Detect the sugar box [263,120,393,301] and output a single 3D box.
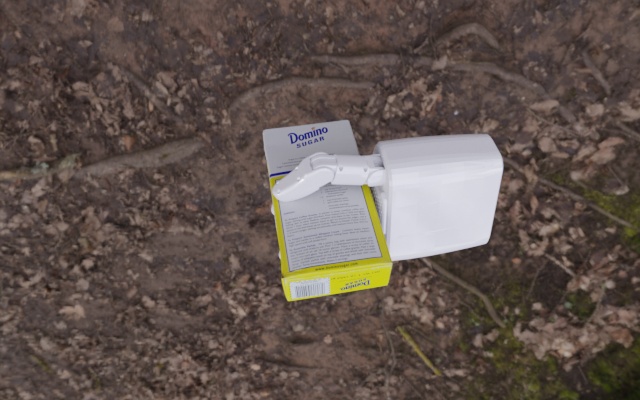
[{"bbox_3d":[0.000,0.002,0.454,0.093,0.176,0.048,-7,-40,-5],"label":"sugar box"}]
